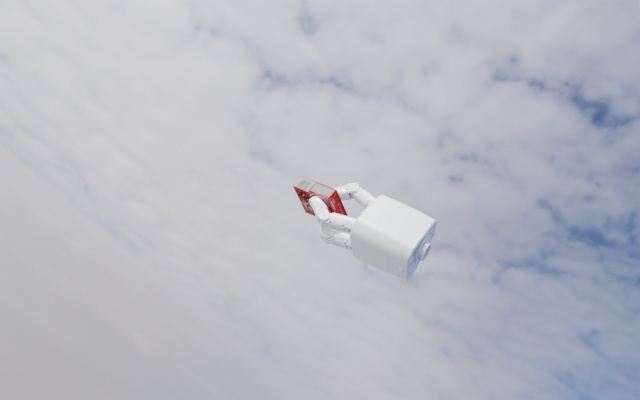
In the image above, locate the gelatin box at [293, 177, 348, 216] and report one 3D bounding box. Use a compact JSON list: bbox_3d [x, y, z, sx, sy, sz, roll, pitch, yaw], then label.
[{"bbox_3d":[0.000,0.002,0.862,0.089,0.030,0.073,22,-30,38],"label":"gelatin box"}]
